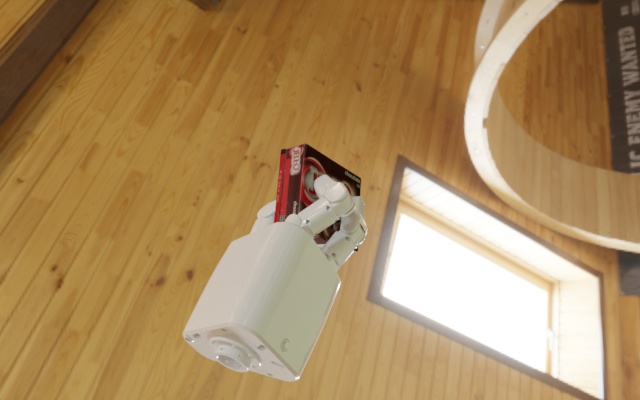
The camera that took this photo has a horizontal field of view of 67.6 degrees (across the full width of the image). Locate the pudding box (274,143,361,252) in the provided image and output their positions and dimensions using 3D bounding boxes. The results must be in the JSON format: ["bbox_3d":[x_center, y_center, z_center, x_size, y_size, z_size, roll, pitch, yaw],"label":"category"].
[{"bbox_3d":[0.000,0.002,0.513,0.039,0.090,0.113,-6,-20,33],"label":"pudding box"}]
